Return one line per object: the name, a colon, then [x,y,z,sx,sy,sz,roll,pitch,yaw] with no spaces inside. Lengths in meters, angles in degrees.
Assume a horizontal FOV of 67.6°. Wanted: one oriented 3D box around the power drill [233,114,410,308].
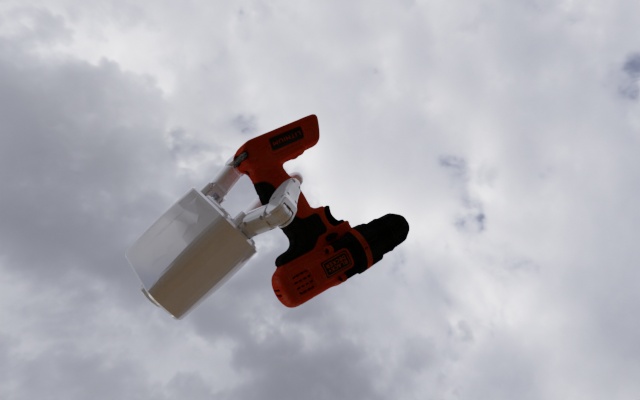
power drill: [0.000,0.001,0.541,0.184,0.187,0.057,-26,-1,-28]
